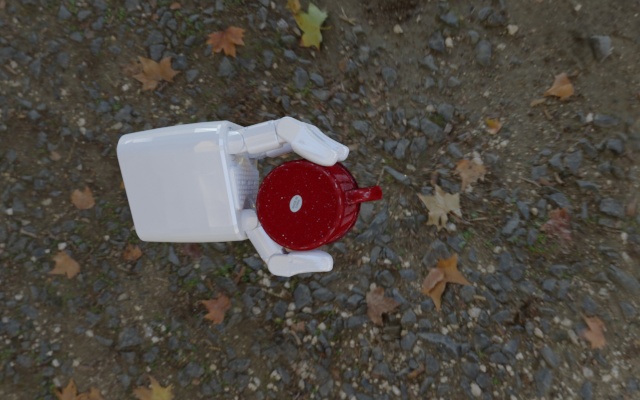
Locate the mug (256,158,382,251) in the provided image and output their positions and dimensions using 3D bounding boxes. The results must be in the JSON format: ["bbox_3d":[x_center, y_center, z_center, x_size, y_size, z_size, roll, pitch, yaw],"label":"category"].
[{"bbox_3d":[0.001,0.001,0.452,0.117,0.093,0.081,-6,2,11],"label":"mug"}]
